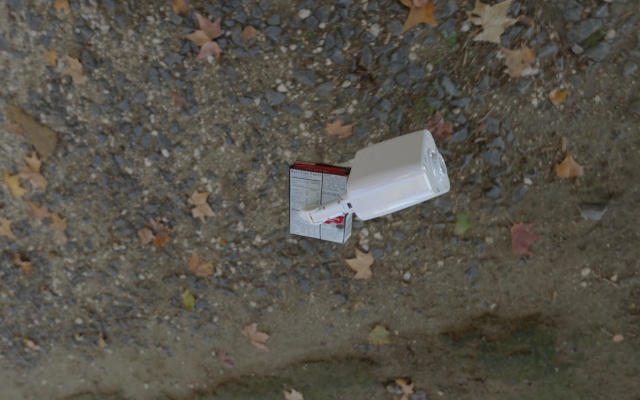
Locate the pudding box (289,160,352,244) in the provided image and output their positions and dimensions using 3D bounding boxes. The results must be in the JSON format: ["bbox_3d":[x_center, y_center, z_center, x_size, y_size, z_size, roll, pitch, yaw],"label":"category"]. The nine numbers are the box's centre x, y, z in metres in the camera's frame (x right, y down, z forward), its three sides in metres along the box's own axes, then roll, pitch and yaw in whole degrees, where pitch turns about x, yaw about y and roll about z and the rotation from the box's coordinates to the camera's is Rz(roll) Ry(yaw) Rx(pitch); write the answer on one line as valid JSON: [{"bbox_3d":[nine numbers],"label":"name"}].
[{"bbox_3d":[0.000,0.002,0.700,0.090,0.113,0.039,10,24,17],"label":"pudding box"}]
